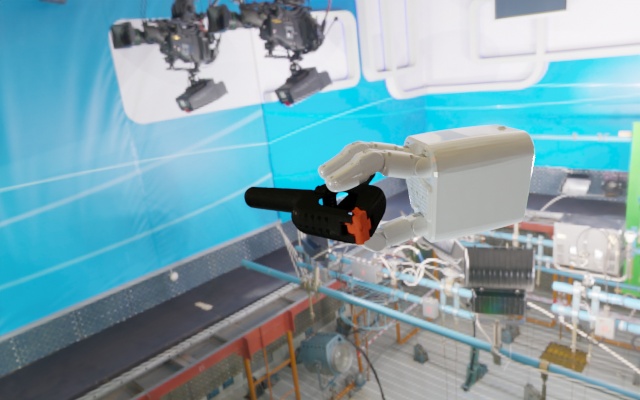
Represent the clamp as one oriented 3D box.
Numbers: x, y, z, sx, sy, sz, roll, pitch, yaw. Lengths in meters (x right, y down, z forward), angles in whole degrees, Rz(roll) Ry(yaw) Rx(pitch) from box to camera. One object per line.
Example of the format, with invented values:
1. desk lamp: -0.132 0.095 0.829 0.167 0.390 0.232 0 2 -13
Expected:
1. clamp: 0.001 0.003 0.500 0.164 0.036 0.210 -13 17 -4
